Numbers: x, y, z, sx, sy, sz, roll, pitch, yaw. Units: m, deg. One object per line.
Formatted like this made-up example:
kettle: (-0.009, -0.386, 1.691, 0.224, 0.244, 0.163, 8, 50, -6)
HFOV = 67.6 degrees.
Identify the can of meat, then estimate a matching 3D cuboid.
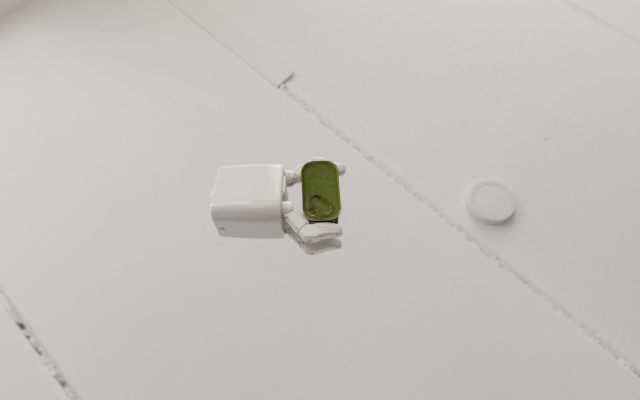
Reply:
can of meat: (0.000, 0.003, 0.749, 0.057, 0.102, 0.084, -3, -28, -2)
